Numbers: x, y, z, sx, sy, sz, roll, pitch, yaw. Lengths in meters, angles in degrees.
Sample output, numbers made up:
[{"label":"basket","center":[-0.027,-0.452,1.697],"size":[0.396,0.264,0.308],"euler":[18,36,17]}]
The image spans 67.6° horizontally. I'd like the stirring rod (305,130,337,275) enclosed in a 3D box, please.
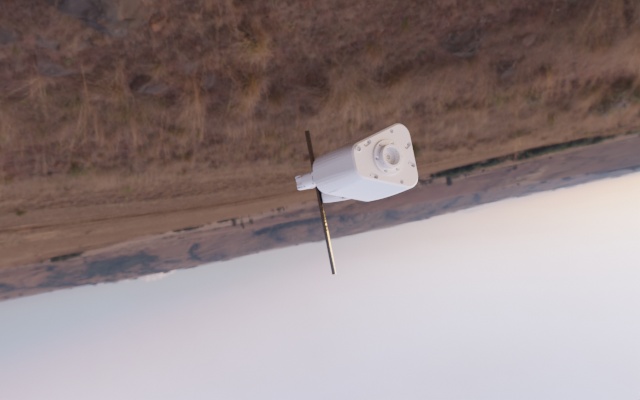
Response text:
[{"label":"stirring rod","center":[0.000,0.002,0.787],"size":[0.011,0.239,0.011],"euler":[-11,-3,-1]}]
